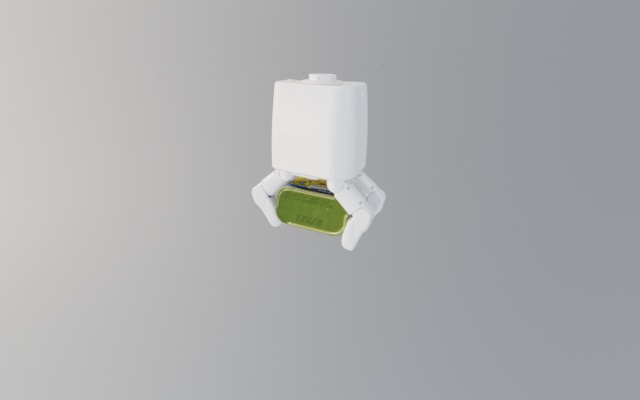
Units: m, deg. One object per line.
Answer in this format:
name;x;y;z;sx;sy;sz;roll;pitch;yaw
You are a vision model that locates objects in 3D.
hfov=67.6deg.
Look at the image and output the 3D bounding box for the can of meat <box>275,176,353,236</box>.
can of meat;0.000;0.002;0.625;0.102;0.057;0.084;12;19;14
